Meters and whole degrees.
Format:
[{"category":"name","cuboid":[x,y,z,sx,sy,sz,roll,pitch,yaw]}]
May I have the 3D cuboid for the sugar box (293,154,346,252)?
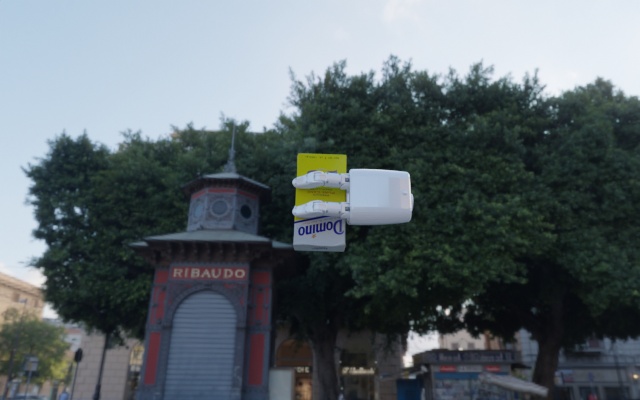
[{"category":"sugar box","cuboid":[0.000,0.003,0.871,0.093,0.176,0.048,1,-21,0]}]
